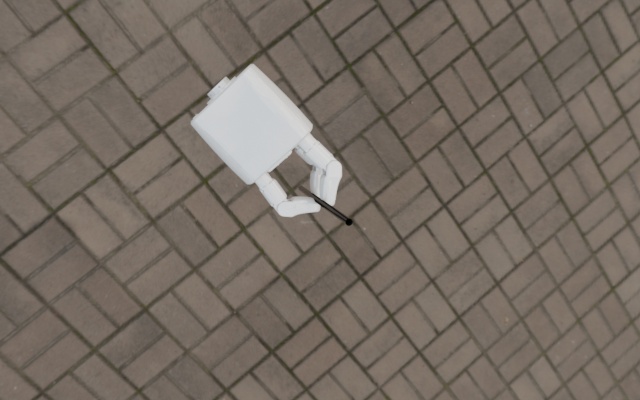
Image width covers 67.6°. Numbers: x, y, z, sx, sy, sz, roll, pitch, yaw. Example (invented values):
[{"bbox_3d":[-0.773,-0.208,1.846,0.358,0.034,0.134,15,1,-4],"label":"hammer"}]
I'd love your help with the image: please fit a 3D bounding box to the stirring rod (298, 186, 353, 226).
[{"bbox_3d":[0.000,0.002,0.615,0.011,0.011,0.239,0,10,-15],"label":"stirring rod"}]
